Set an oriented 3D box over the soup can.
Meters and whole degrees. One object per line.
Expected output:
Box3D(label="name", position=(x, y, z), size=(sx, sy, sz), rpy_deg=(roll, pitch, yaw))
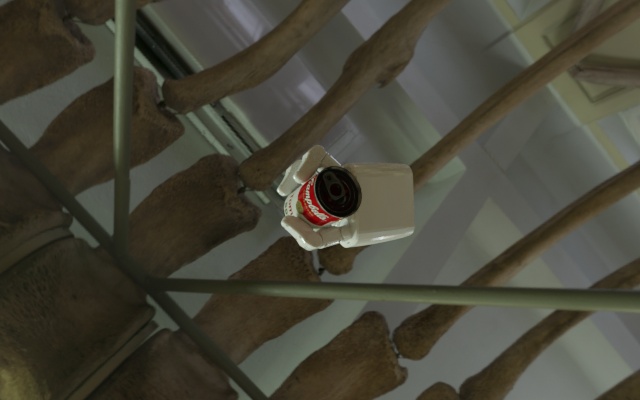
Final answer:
Box3D(label="soup can", position=(0.000, 0.002, 0.638), size=(0.068, 0.068, 0.102), rpy_deg=(0, -16, -28))
